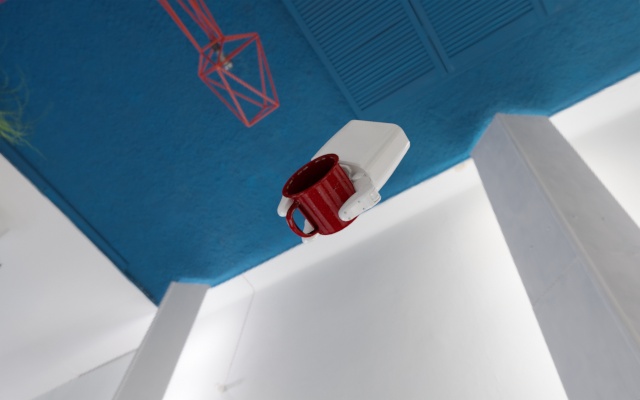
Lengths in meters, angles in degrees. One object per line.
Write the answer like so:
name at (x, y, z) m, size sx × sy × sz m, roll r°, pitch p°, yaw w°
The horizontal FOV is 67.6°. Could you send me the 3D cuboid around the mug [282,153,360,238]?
mug at (-0.001, 0.003, 0.660) m, size 0.093 × 0.081 × 0.117 m, roll -3°, pitch 39°, yaw 52°
